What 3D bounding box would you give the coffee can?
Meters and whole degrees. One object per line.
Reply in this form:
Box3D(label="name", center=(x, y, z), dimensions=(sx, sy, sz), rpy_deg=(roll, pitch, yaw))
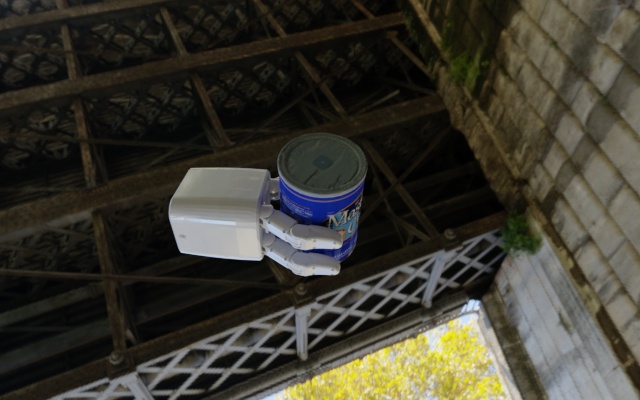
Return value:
Box3D(label="coffee can", center=(0.000, 0.002, 0.594), dimensions=(0.103, 0.102, 0.140), rpy_deg=(0, -42, -3))
